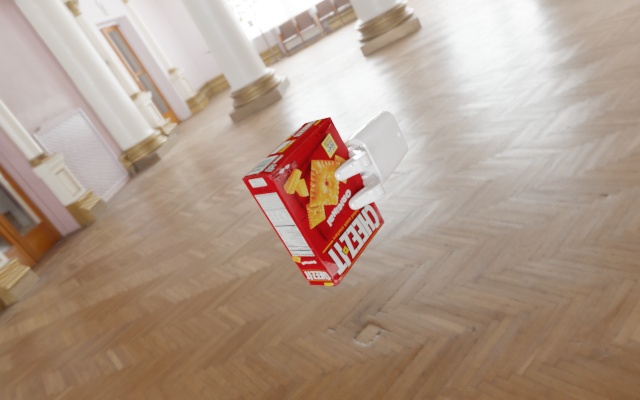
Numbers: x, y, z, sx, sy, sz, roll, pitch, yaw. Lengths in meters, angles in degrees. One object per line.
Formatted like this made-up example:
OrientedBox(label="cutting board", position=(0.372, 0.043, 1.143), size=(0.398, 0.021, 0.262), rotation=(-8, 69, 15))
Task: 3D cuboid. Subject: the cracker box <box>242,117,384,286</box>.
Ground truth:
OrientedBox(label="cracker box", position=(0.000, 0.002, 0.755), size=(0.072, 0.214, 0.164), rotation=(-5, 33, 46))
